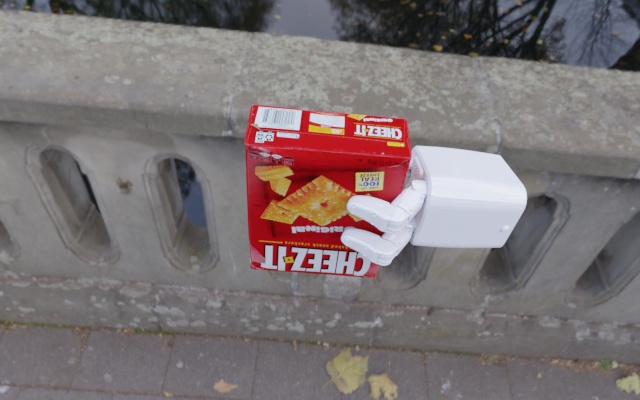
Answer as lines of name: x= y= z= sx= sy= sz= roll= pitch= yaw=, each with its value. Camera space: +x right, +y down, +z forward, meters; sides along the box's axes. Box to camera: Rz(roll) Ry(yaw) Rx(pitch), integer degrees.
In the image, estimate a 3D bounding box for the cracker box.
cracker box: x=0.000 y=0.002 z=0.547 sx=0.164 sy=0.072 sz=0.214 roll=5 pitch=-43 yaw=-2
